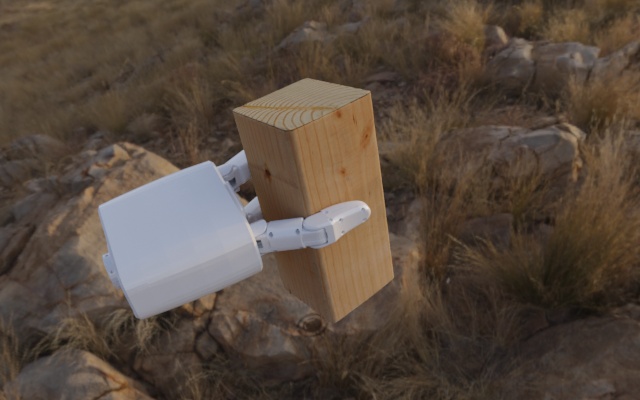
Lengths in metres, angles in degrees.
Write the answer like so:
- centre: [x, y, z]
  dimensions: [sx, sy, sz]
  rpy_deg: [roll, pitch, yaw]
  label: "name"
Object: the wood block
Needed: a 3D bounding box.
- centre: [0.000, 0.002, 0.460]
  dimensions: [0.090, 0.206, 0.090]
  rpy_deg: [-31, 36, -28]
  label: "wood block"
